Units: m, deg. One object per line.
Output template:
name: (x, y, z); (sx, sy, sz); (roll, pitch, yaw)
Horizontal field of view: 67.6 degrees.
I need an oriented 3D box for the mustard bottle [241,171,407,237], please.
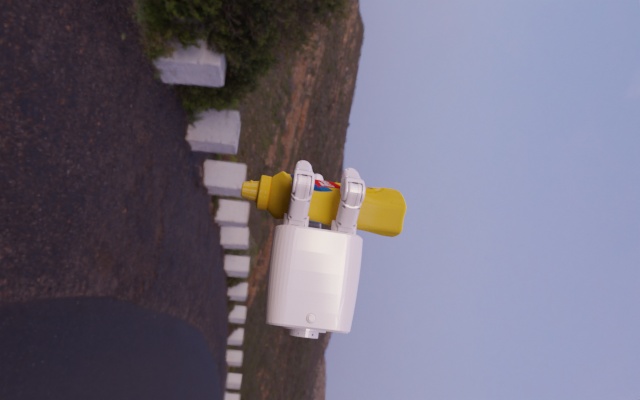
mustard bottle: (0.000, 0.002, 0.579); (0.191, 0.058, 0.096); (9, 10, -7)
